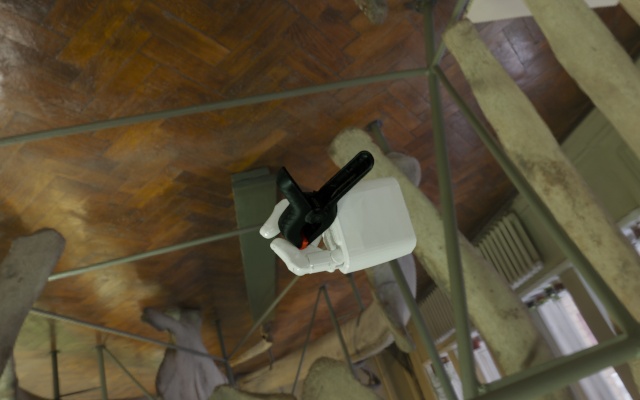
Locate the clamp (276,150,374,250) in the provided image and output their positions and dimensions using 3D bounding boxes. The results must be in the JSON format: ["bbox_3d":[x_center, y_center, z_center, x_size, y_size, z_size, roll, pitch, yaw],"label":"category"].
[{"bbox_3d":[0.000,0.003,0.583,0.120,0.039,0.172,-13,-29,-16],"label":"clamp"}]
